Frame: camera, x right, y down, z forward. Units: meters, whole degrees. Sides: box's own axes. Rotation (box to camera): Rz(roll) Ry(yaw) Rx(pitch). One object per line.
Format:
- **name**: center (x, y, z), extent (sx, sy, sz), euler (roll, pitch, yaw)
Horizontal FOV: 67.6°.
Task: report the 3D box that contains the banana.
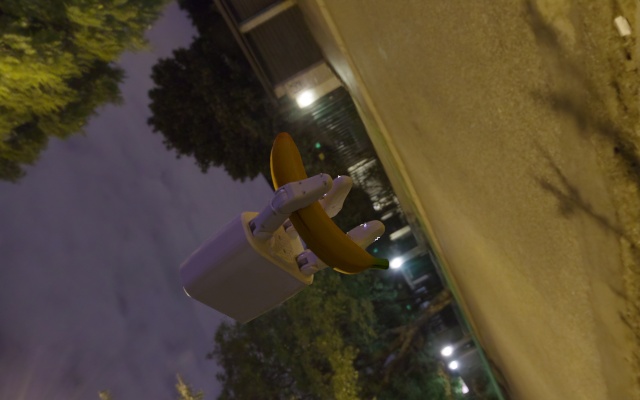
- **banana**: center (-0.008, 0.008, 0.517), extent (0.037, 0.197, 0.069), euler (-45, -15, 33)
